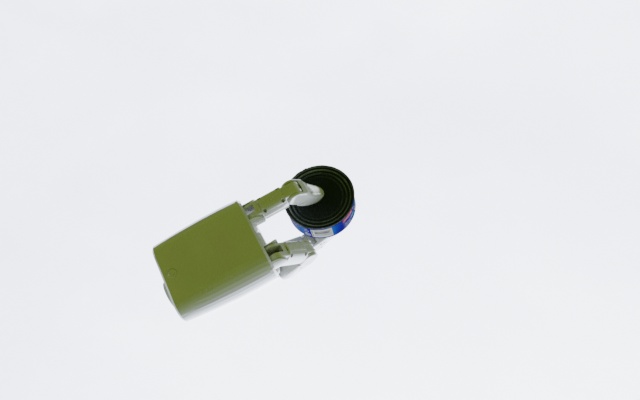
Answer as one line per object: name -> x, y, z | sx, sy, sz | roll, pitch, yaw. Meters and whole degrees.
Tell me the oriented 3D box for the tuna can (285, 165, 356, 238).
tuna can -> 0.000, 0.002, 0.581 | 0.086, 0.086, 0.034 | 0, -27, 9
